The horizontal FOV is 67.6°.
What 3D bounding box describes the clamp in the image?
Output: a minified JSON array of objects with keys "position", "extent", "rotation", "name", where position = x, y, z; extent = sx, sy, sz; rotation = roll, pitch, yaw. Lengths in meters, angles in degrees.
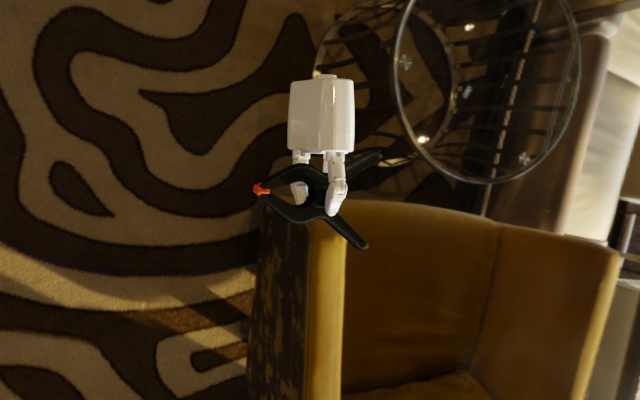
[{"position":[0.000,0.002,0.747],"extent":[0.210,0.164,0.036],"rotation":[-2,9,-22],"name":"clamp"}]
